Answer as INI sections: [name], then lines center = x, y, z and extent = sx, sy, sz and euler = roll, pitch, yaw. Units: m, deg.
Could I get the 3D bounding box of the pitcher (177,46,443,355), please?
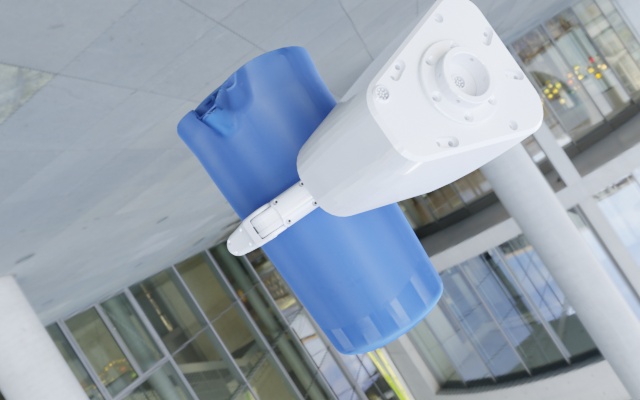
[pitcher]
center = 0.000, 0.001, 0.422
extent = 0.149, 0.243, 0.145
euler = -32, -2, -26
